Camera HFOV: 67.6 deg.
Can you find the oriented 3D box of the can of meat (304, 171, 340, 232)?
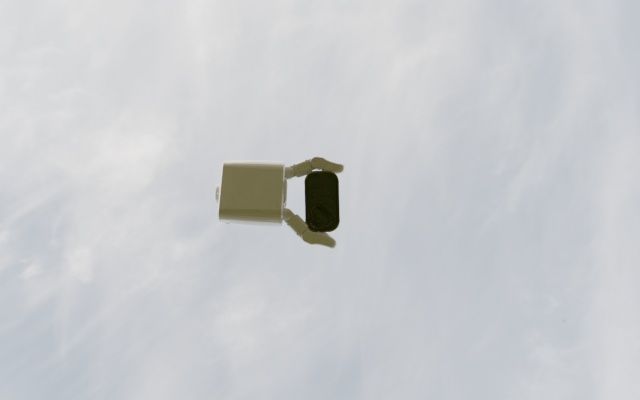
[{"bbox_3d":[0.000,0.003,0.826,0.057,0.102,0.084,-1,-2,-4],"label":"can of meat"}]
